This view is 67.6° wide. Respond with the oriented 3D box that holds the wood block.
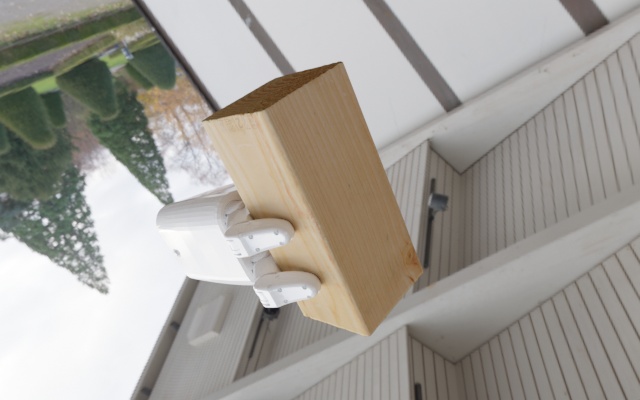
[{"bbox_3d":[0.000,0.001,0.411,0.090,0.206,0.090,3,35,47],"label":"wood block"}]
